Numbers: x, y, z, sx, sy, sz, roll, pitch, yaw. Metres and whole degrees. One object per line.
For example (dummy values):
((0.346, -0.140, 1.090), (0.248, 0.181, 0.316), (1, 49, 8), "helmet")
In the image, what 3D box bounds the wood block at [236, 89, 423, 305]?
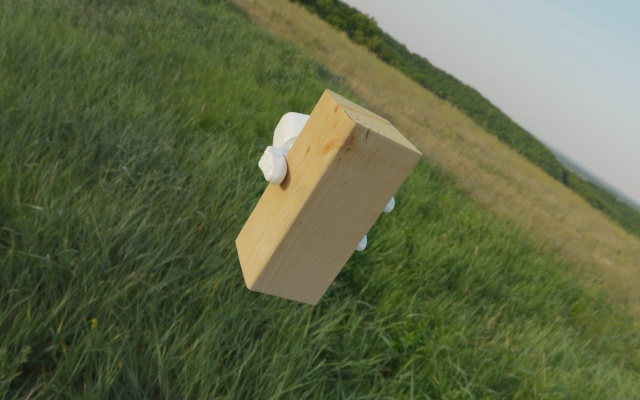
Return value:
((0.000, 0.001, 0.513), (0.091, 0.206, 0.090), (21, 23, -30), "wood block")
